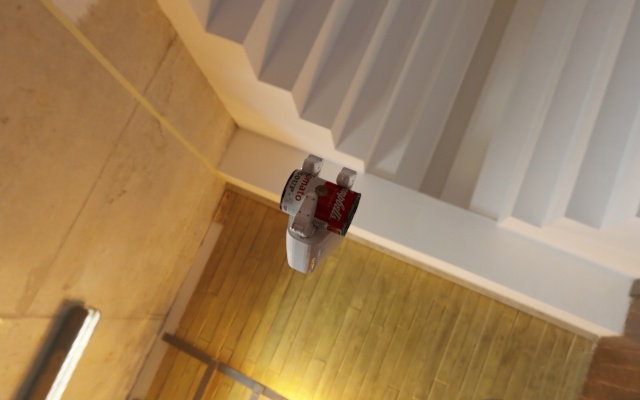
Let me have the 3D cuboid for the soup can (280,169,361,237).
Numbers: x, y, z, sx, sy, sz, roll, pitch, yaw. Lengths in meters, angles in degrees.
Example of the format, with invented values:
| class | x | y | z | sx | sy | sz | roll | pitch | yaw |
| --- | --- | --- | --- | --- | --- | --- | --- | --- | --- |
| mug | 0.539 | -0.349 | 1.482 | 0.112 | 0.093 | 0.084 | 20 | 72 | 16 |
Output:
| class | x | y | z | sx | sy | sz | roll | pitch | yaw |
| --- | --- | --- | --- | --- | --- | --- | --- | --- | --- |
| soup can | 0.000 | 0.002 | 0.696 | 0.102 | 0.068 | 0.068 | 22 | 4 | 10 |
